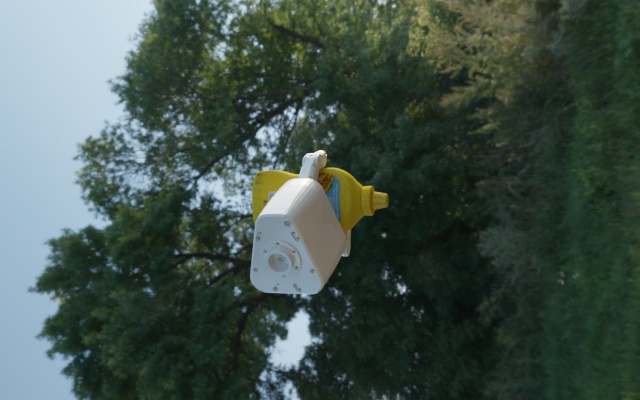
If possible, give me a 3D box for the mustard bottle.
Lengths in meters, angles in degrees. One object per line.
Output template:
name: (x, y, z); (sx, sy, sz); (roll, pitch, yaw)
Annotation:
mustard bottle: (0.000, 0.002, 0.679); (0.191, 0.096, 0.058); (-2, -2, 18)
